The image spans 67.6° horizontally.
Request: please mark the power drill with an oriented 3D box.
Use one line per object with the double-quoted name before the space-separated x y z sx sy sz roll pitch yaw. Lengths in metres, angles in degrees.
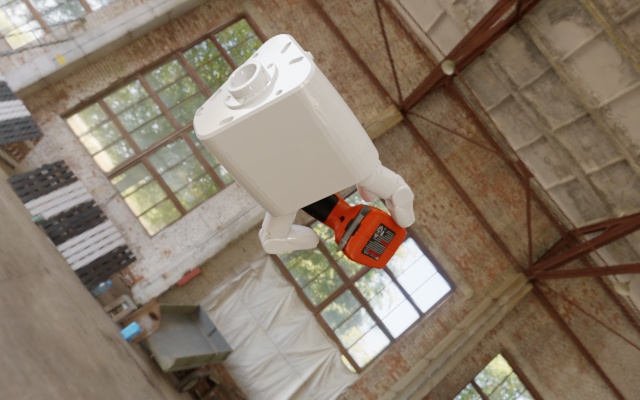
"power drill" 0.000 0.002 0.530 0.187 0.057 0.184 33 3 28
